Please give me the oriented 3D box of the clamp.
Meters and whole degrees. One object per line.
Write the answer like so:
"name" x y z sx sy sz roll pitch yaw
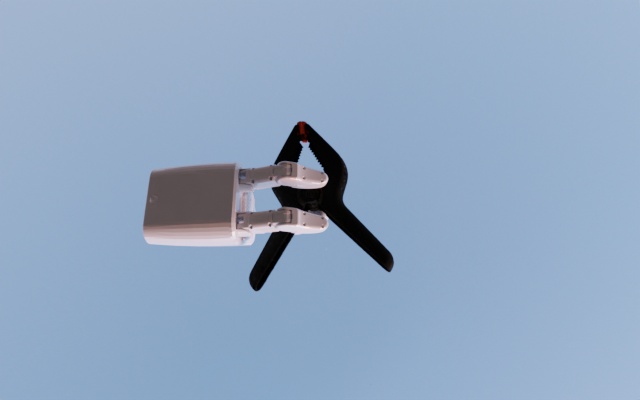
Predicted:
"clamp" 0.000 0.002 0.572 0.164 0.210 0.036 -2 -21 3
